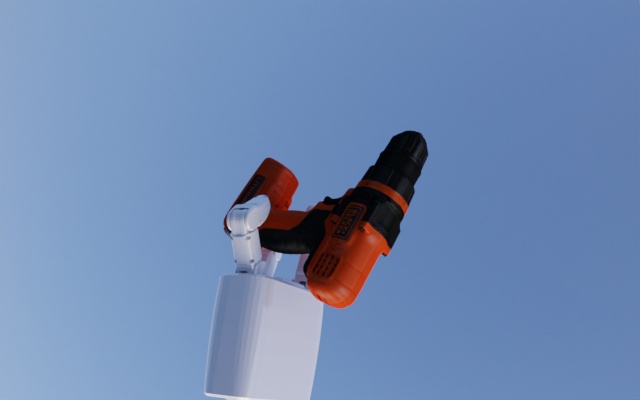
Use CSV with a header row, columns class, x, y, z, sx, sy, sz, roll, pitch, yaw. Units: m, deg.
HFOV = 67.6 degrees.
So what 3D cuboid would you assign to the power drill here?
class,x,y,z,sx,sy,sz,roll,pitch,yaw
power drill,0.000,0.002,0.479,0.187,0.184,0.057,10,-30,46
